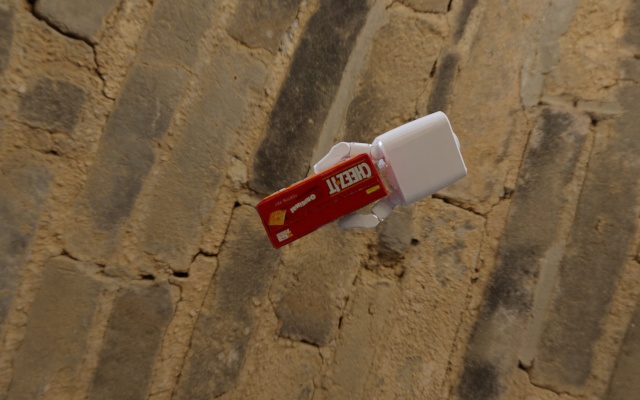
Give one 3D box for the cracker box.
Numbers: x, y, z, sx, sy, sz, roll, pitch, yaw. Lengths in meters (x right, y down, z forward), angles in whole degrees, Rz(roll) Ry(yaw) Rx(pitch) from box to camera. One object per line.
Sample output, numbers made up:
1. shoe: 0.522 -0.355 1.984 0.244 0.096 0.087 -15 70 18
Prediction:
1. cracker box: 0.000 0.003 0.713 0.164 0.072 0.214 -26 -2 -1
